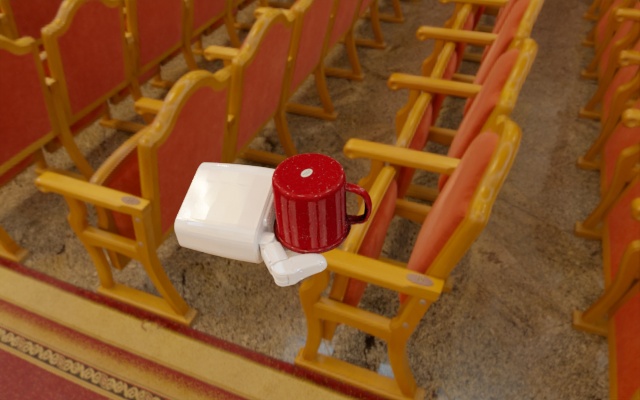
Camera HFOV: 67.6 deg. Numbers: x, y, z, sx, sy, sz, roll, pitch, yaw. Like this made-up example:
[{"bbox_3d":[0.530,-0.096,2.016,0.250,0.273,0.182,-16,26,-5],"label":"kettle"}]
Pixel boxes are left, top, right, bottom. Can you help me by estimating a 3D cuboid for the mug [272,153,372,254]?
[{"bbox_3d":[0.001,0.002,0.542,0.117,0.082,0.093,6,43,11],"label":"mug"}]
